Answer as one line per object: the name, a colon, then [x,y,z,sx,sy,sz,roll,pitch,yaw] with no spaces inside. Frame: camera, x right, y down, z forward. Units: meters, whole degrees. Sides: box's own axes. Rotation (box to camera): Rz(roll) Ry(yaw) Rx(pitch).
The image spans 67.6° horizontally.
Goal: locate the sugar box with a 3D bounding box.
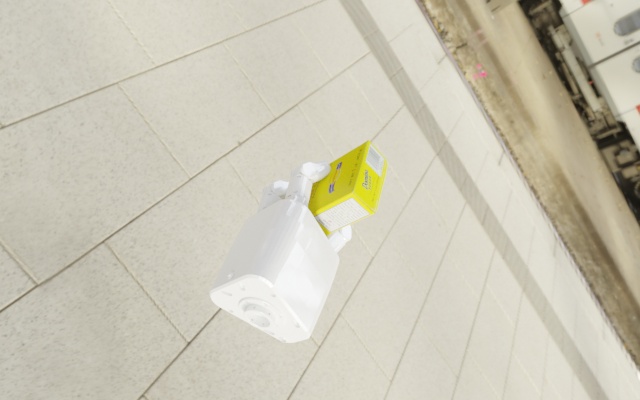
sugar box: [0.000,0.002,0.599,0.176,0.093,0.048,-26,-59,39]
